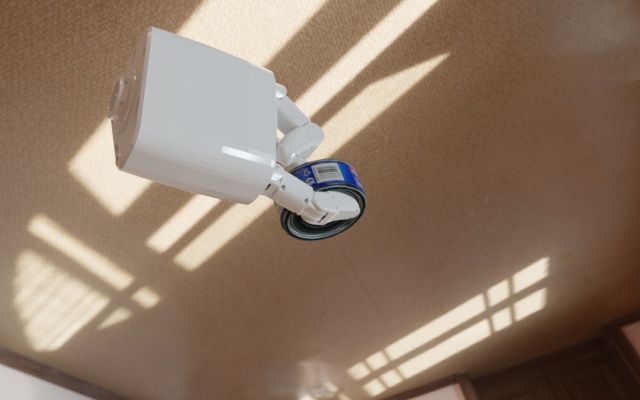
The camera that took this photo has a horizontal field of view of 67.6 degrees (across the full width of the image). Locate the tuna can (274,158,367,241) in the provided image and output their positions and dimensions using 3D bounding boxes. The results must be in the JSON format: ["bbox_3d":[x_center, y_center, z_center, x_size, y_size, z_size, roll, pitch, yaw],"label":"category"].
[{"bbox_3d":[0.000,0.002,0.457,0.086,0.033,0.086,-13,-37,-10],"label":"tuna can"}]
